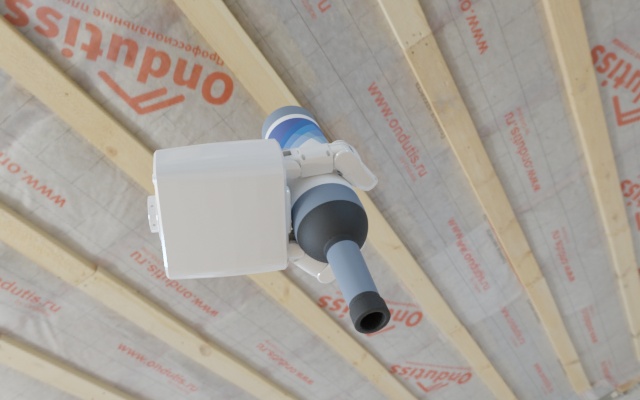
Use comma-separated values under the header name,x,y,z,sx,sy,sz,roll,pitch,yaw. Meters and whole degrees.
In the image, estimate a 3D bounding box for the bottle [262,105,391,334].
name,x,y,z,sx,sy,sz,roll,pitch,yaw
bottle,0.000,0.001,0.450,0.069,0.069,0.295,0,35,-18
